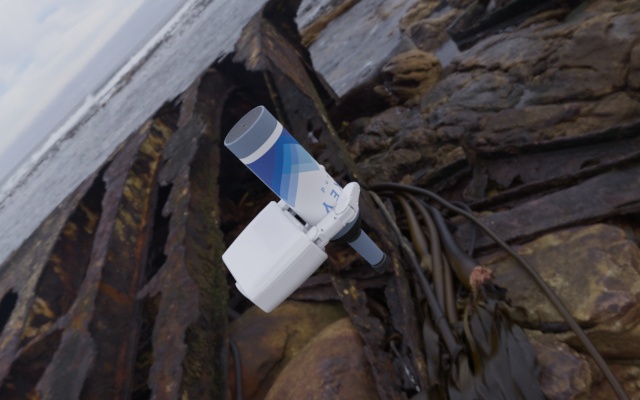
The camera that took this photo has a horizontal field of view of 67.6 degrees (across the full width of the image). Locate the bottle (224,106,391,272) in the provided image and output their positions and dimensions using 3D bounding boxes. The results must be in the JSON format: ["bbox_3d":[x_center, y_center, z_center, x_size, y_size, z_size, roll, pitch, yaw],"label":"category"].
[{"bbox_3d":[0.000,0.002,0.643,0.296,0.069,0.069,45,-24,-27],"label":"bottle"}]
